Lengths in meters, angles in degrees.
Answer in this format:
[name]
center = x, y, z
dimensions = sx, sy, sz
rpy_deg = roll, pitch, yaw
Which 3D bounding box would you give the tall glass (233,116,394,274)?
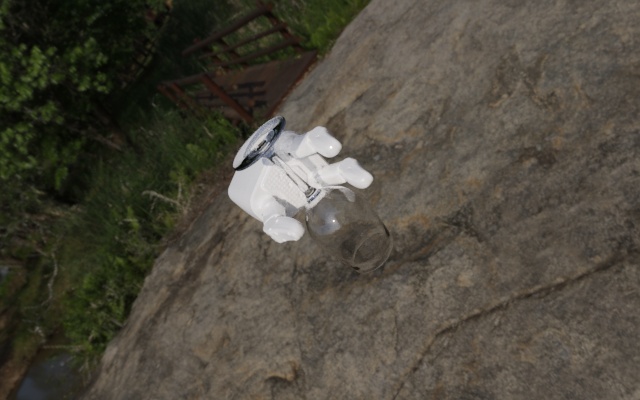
[tall glass]
center = 0.000, 0.001, 0.535
dimensions = 0.201, 0.079, 0.079
rpy_deg = 44, -23, -27
